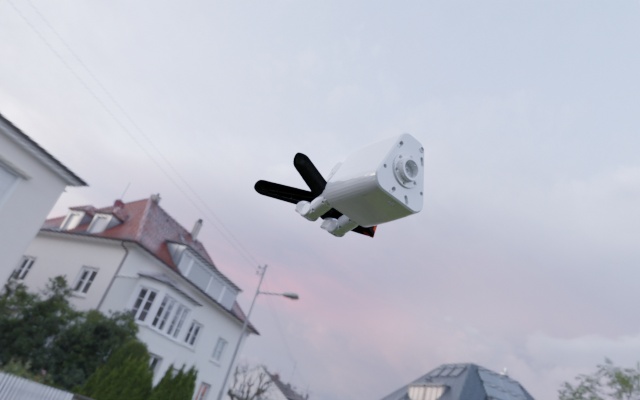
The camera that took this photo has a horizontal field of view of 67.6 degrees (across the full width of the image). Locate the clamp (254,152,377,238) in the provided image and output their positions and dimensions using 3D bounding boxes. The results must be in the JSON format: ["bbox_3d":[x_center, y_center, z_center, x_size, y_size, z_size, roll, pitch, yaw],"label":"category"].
[{"bbox_3d":[0.001,0.002,0.772,0.210,0.036,0.164,33,-26,-26],"label":"clamp"}]
